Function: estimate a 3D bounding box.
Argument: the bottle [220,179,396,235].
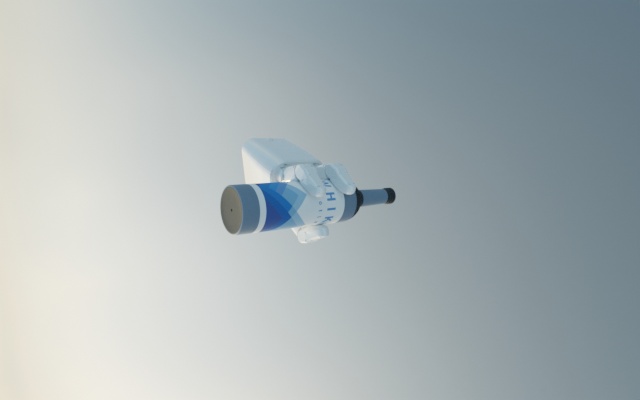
[{"bbox_3d":[0.000,0.002,0.711,0.295,0.069,0.069,-5,3,-37],"label":"bottle"}]
